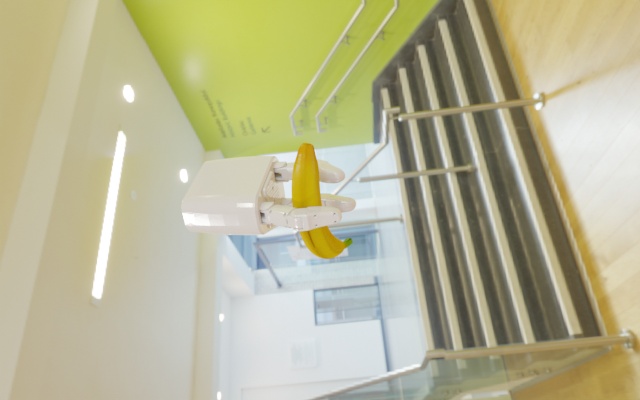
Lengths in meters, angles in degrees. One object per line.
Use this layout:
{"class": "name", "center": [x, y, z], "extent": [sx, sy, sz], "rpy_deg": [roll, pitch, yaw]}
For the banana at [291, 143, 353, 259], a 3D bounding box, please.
{"class": "banana", "center": [-0.006, 0.018, 0.614], "extent": [0.037, 0.069, 0.198], "rpy_deg": [6, -39, 26]}
